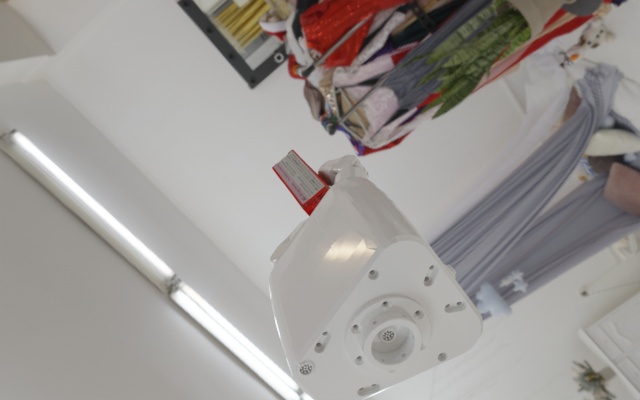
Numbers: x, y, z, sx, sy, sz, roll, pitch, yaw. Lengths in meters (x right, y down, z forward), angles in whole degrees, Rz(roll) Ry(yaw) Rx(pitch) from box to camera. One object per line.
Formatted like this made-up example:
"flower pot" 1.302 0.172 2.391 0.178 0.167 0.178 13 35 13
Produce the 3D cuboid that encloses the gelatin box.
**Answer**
"gelatin box" 0.000 0.002 0.426 0.073 0.030 0.089 50 -1 -34
